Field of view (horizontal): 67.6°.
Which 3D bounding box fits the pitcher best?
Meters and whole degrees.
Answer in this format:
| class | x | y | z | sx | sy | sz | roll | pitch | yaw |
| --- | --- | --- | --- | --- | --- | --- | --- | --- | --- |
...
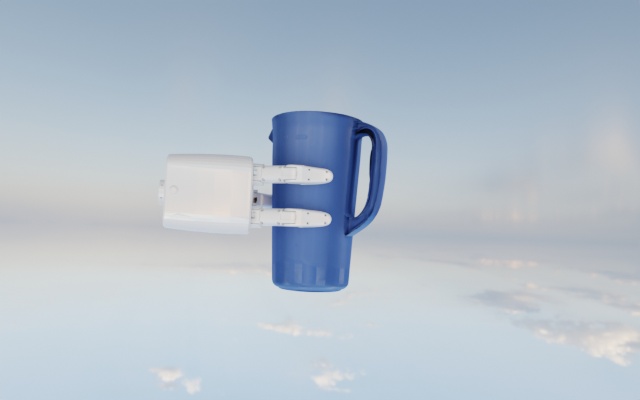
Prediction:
| class | x | y | z | sx | sy | sz | roll | pitch | yaw |
| --- | --- | --- | --- | --- | --- | --- | --- | --- | --- |
| pitcher | 0.000 | 0.002 | 0.669 | 0.145 | 0.243 | 0.149 | 4 | -4 | -15 |
